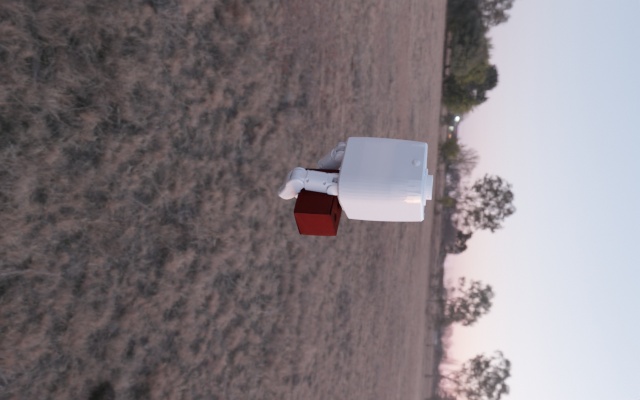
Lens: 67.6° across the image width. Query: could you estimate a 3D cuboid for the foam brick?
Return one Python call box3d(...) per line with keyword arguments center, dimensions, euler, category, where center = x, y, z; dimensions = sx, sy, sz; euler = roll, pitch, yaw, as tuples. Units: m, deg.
box3d(center=(0.000, 0.002, 0.644), dimensions=(0.051, 0.078, 0.053), euler=(4, -35, 13), category="foam brick")
